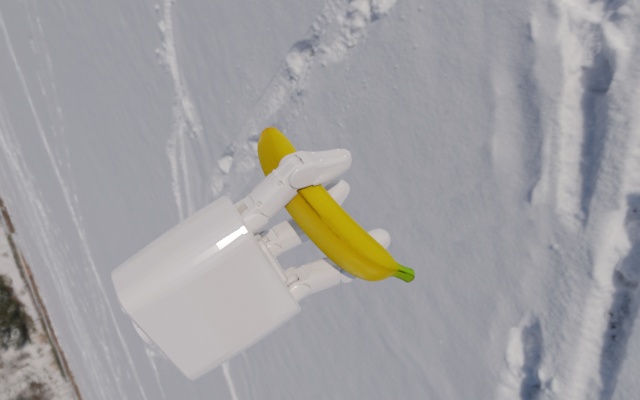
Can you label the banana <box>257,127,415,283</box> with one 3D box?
[{"bbox_3d":[-0.005,0.002,0.405,0.197,0.037,0.069,48,12,20],"label":"banana"}]
